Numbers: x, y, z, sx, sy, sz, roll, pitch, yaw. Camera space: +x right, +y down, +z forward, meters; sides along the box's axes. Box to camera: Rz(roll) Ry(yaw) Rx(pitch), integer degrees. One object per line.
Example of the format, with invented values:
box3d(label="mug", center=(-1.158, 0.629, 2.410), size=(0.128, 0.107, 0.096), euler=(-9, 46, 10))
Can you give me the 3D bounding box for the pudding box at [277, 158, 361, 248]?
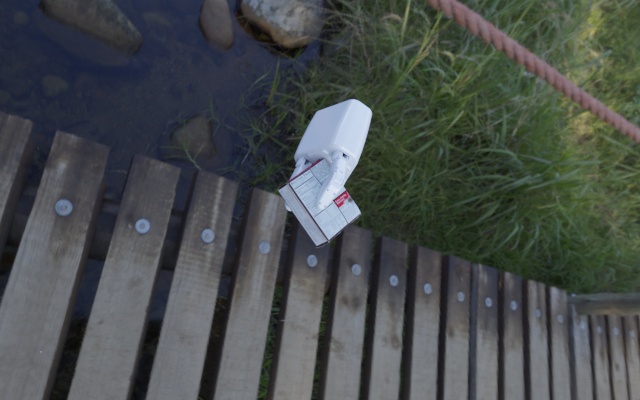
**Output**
box3d(label="pudding box", center=(0.000, 0.002, 0.747), size=(0.090, 0.113, 0.039), euler=(-37, 3, -37))
